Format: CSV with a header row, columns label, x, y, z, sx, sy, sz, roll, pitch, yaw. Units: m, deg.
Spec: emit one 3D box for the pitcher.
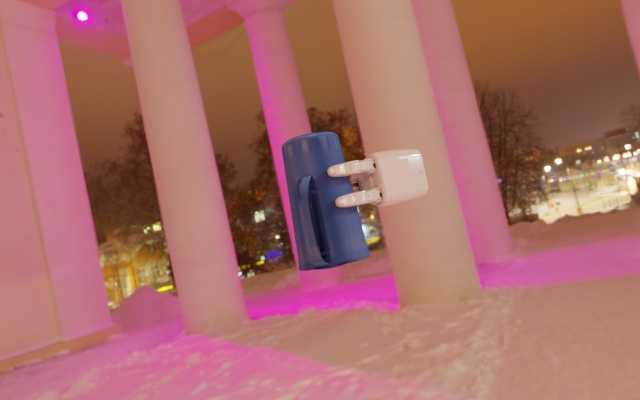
label,x,y,z,sx,sy,sz,roll,pitch,yaw
pitcher,0.000,0.003,0.866,0.145,0.243,0.149,-11,-3,-26
